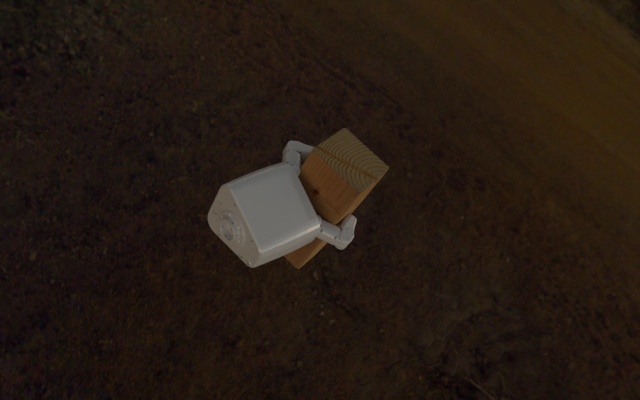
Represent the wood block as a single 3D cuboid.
[{"bbox_3d":[0.000,0.003,0.729,0.090,0.091,0.206,-39,-10,-45],"label":"wood block"}]
